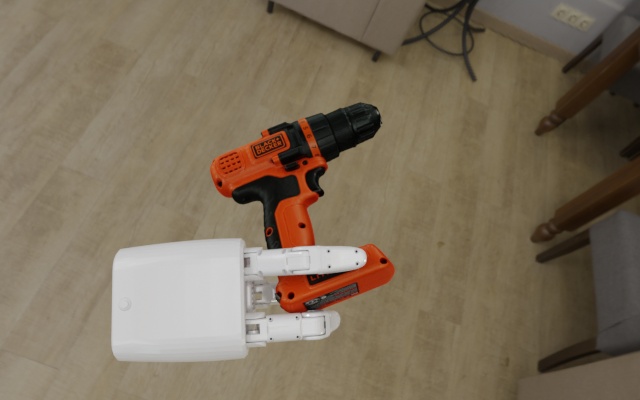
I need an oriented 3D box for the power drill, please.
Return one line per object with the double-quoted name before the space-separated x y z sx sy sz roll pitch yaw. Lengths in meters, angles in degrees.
"power drill" 0.000 0.002 0.461 0.184 0.187 0.057 -23 -28 0
